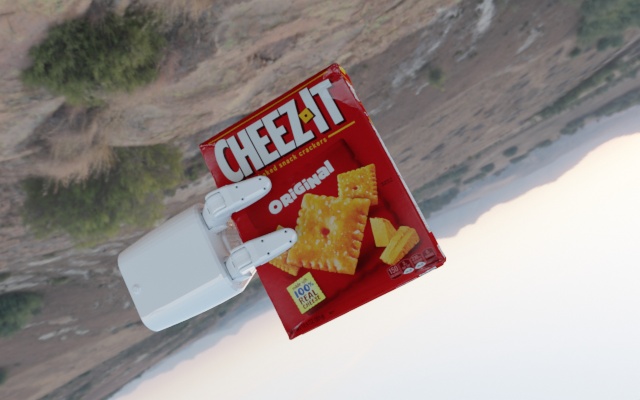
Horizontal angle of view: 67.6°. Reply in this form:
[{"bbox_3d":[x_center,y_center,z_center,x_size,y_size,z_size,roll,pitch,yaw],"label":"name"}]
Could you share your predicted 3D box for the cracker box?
[{"bbox_3d":[0.000,0.002,0.471,0.164,0.213,0.072,-29,-9,11],"label":"cracker box"}]
